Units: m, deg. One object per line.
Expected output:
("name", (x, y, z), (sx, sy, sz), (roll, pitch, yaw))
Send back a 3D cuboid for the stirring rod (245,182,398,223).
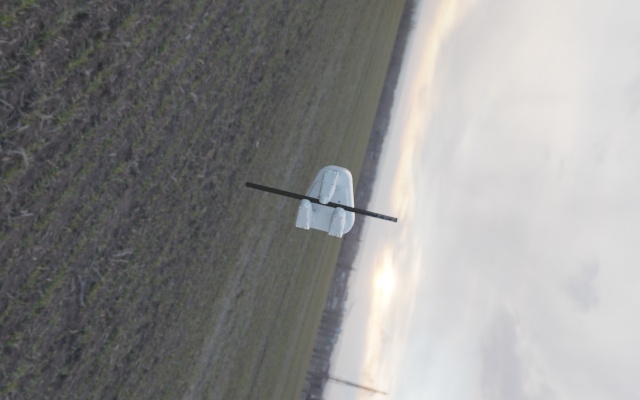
("stirring rod", (0.000, 0.002, 0.736), (0.239, 0.011, 0.011), (14, 1, 6))
